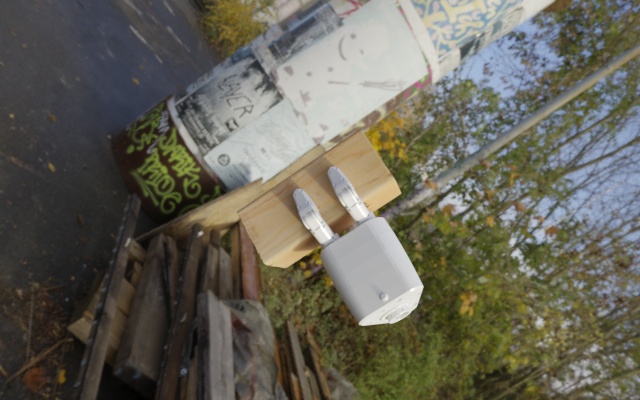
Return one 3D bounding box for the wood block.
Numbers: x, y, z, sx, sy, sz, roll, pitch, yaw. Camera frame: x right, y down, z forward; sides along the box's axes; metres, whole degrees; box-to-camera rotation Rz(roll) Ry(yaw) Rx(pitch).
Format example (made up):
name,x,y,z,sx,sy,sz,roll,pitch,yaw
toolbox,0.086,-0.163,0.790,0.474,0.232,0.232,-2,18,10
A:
name,x,y,z,sx,sy,sz,roll,pitch,yaw
wood block,0.000,0.003,0.678,0.206,0.090,0.091,-33,-17,7
